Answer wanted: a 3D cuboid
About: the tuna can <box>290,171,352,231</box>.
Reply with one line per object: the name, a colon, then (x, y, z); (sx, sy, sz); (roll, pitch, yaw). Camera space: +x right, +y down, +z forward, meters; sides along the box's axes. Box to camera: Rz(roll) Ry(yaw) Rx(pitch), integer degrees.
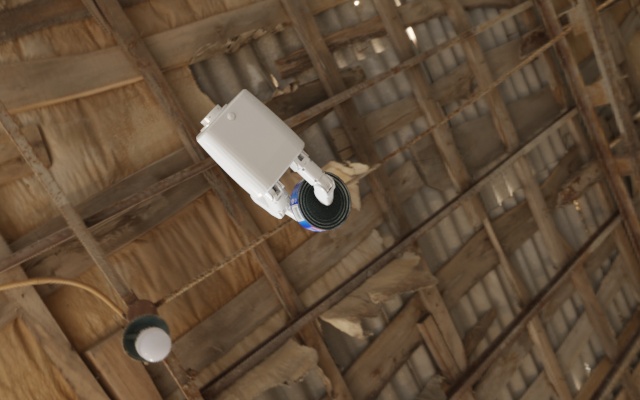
tuna can: (0.000, 0.002, 0.698); (0.086, 0.086, 0.034); (0, -8, -26)
